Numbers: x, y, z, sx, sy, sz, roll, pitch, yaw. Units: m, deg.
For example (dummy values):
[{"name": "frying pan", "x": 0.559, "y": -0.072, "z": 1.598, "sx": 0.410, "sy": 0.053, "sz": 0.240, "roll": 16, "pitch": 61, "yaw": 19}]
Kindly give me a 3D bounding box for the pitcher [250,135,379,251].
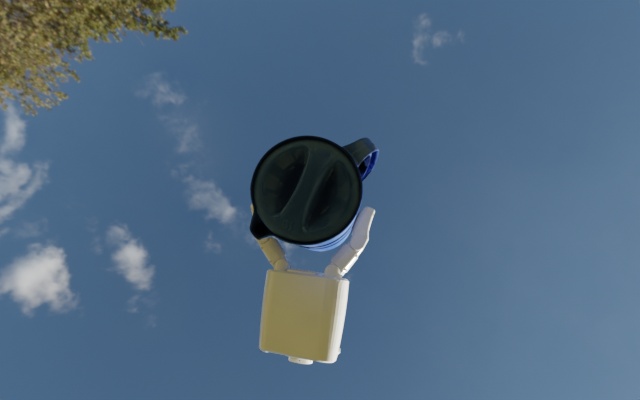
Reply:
[{"name": "pitcher", "x": 0.000, "y": 0.002, "z": 0.672, "sx": 0.149, "sy": 0.145, "sz": 0.243, "roll": 5, "pitch": -10, "yaw": 5}]
